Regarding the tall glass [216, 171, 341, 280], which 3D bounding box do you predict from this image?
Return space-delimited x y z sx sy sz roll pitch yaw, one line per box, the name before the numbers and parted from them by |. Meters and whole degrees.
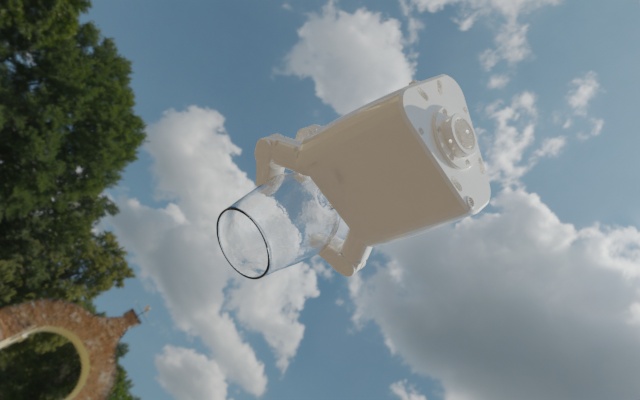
tall glass | 0.000 0.001 0.447 0.079 0.079 0.201 0 20 42
